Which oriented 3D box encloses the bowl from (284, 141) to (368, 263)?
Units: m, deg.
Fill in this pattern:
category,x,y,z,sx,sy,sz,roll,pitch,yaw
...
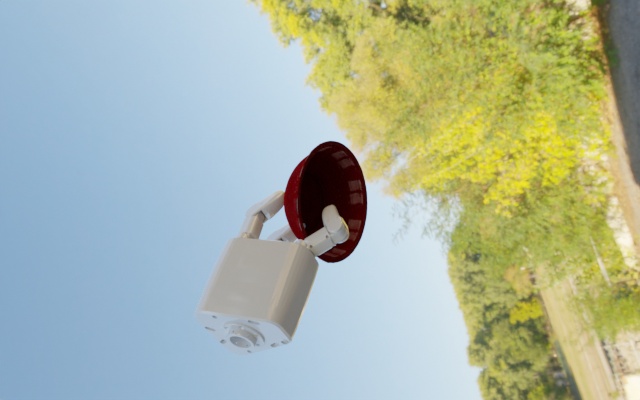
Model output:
category,x,y,z,sx,sy,sz,roll,pitch,yaw
bowl,0.000,0.001,0.647,0.055,0.162,0.162,-1,0,37
